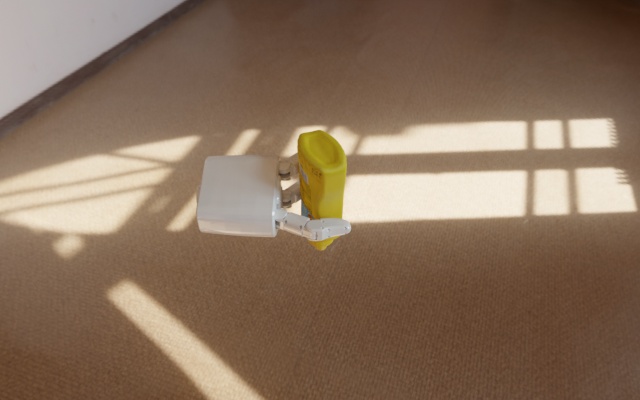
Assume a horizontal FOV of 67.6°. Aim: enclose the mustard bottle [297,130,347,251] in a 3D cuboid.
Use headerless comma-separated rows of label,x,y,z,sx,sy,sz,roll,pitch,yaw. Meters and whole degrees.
mustard bottle,0.000,0.002,0.684,0.058,0.192,0.096,-15,45,-17
